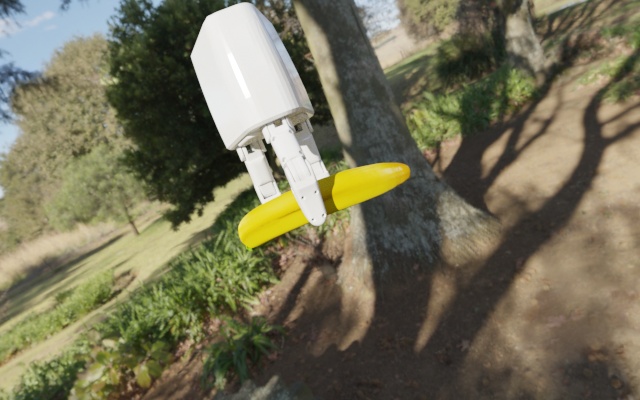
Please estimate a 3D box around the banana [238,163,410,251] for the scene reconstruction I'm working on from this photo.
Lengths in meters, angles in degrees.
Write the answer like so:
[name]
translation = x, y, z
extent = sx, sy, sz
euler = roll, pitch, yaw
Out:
[banana]
translation = -0.009, 0.003, 0.471
extent = 0.198, 0.037, 0.069
euler = -24, -6, 18
